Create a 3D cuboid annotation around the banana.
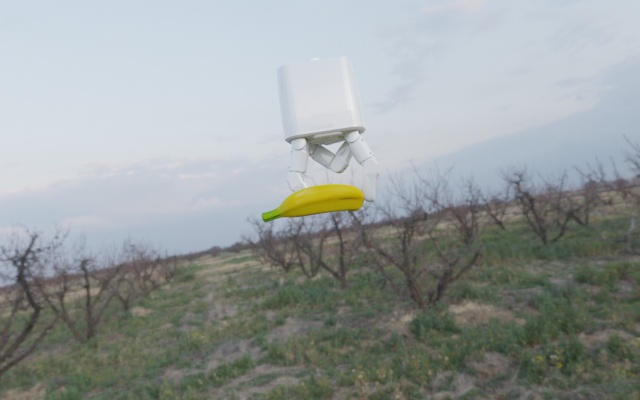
[{"bbox_3d":[0.012,-0.001,0.630,0.069,0.037,0.198,-12,-5,38],"label":"banana"}]
